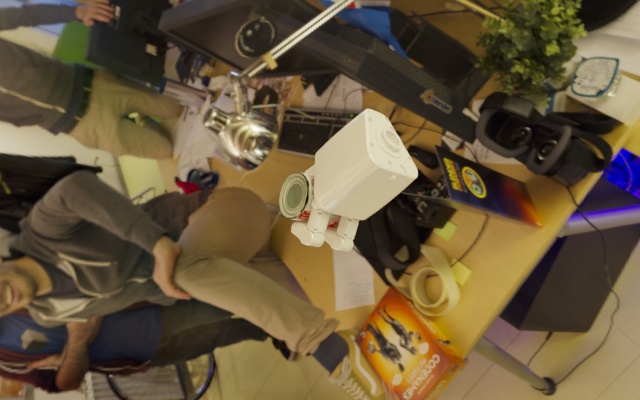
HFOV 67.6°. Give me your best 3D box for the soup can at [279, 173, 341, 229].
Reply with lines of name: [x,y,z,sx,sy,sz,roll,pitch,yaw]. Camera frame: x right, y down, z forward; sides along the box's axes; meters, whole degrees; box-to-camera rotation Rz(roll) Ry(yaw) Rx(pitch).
soup can: [0.000,0.002,0.692,0.102,0.068,0.068,13,-8,-38]
